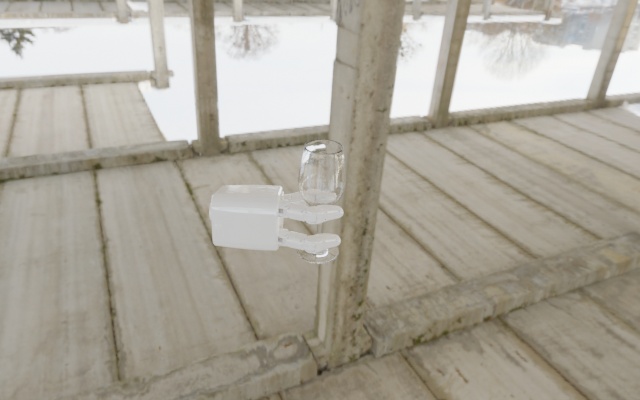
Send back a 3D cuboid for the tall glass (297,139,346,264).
[{"bbox_3d":[0.000,0.003,0.796,0.079,0.201,0.079,3,29,-2],"label":"tall glass"}]
